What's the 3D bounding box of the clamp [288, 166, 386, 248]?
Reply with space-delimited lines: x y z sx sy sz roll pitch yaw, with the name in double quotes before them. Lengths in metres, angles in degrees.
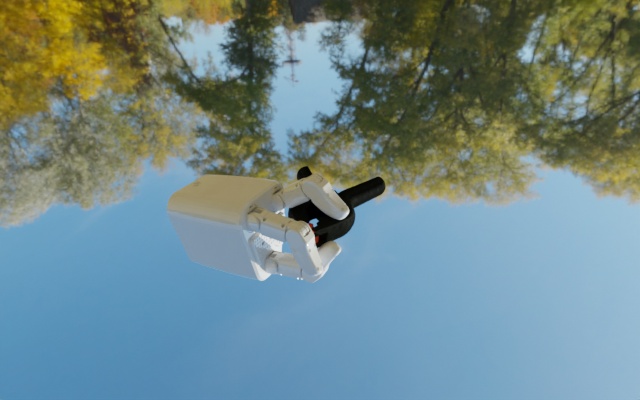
"clamp" 0.000 0.003 0.590 0.120 0.039 0.171 8 27 23
